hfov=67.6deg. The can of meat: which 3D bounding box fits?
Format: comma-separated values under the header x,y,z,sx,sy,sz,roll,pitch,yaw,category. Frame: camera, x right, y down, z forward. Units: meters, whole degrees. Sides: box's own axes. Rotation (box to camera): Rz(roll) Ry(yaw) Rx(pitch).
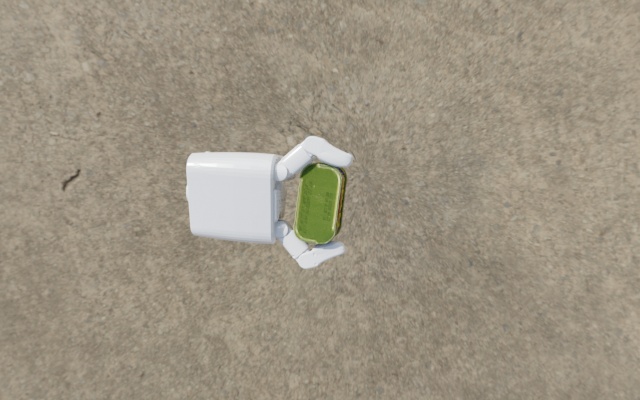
x,y,z,sx,sy,sz,roll,pitch,yaw,category
0.000,0.002,0.607,0.057,0.102,0.084,7,4,5,can of meat
